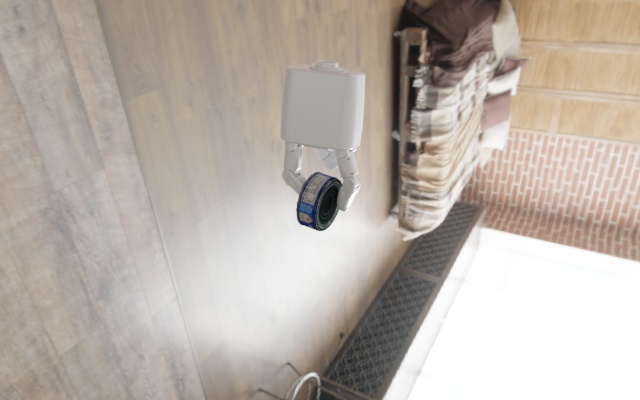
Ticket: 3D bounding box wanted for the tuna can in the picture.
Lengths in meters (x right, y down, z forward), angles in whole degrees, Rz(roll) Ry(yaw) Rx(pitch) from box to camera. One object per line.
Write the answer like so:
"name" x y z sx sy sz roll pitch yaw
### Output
"tuna can" 0.001 0.003 0.716 0.033 0.086 0.086 19 8 25
